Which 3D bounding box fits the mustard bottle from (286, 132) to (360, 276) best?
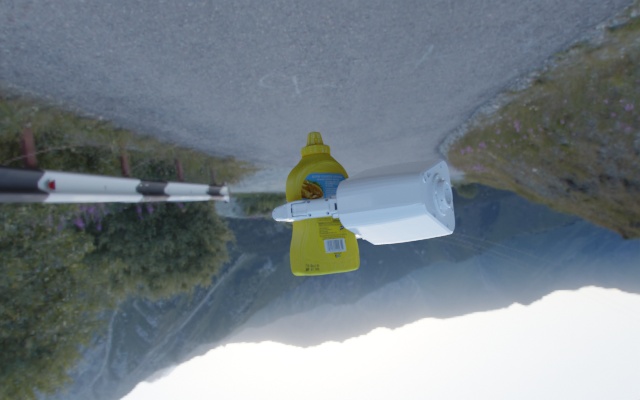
[{"bbox_3d":[0.000,0.002,0.646,0.096,0.191,0.058,-1,-7,-33],"label":"mustard bottle"}]
